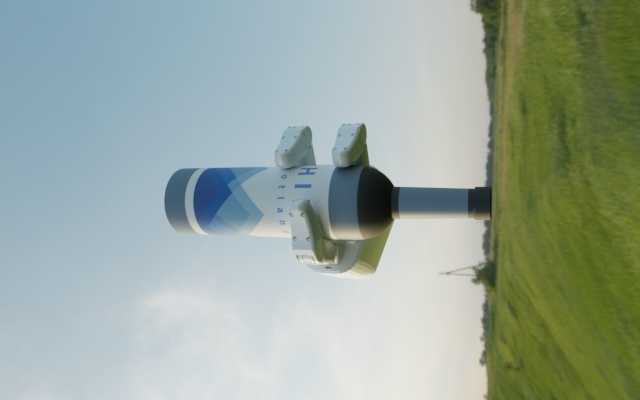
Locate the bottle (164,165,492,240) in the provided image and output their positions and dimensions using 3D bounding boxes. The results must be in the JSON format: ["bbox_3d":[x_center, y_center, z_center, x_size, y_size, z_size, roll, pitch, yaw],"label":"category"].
[{"bbox_3d":[0.000,0.001,0.436,0.296,0.069,0.069,0,0,20],"label":"bottle"}]
